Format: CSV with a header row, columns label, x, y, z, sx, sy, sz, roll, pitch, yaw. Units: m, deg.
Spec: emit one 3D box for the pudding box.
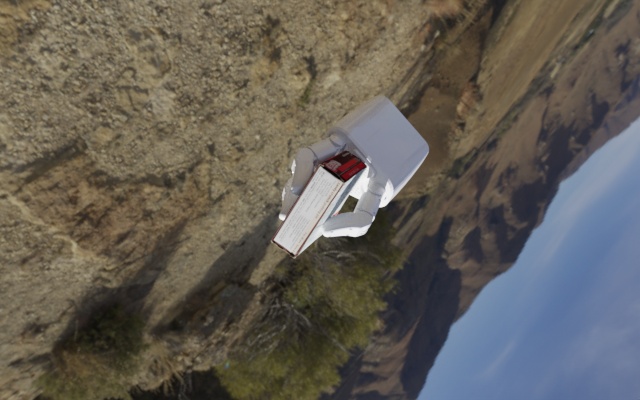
label,x,y,z,sx,sy,sz,roll,pitch,yaw
pudding box,0.000,0.002,0.546,0.039,0.113,0.090,36,24,10
